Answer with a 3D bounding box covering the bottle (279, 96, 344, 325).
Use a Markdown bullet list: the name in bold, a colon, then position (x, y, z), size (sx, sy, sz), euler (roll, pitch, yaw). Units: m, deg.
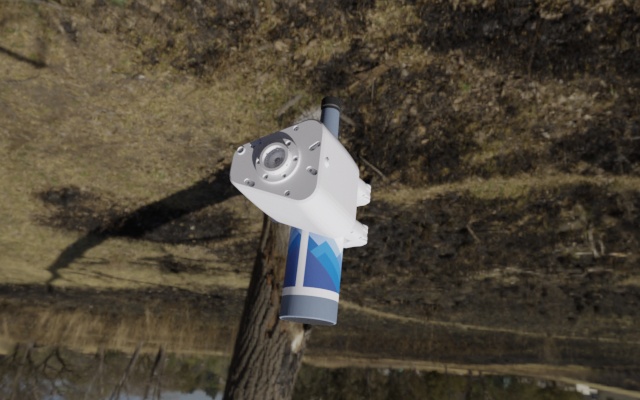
- **bottle**: position (0.000, 0.002, 0.602), size (0.069, 0.295, 0.069), euler (5, -20, 2)
